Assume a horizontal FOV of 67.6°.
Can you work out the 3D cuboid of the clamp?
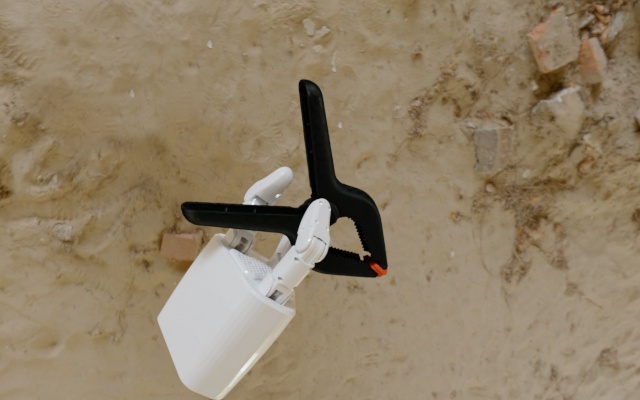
[{"bbox_3d":[0.001,0.002,0.458,0.210,0.164,0.036,35,7,-26],"label":"clamp"}]
